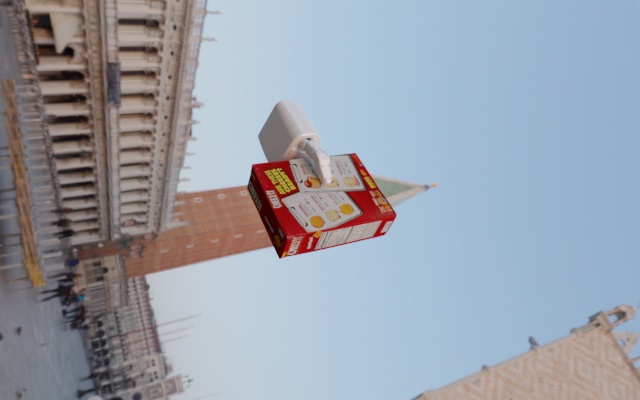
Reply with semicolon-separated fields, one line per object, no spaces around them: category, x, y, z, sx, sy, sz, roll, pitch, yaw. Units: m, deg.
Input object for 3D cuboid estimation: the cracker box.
cracker box;0.000;0.003;0.840;0.213;0.164;0.072;-10;-38;-27
